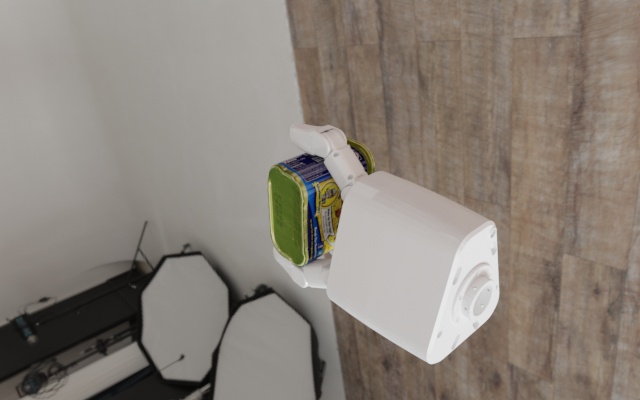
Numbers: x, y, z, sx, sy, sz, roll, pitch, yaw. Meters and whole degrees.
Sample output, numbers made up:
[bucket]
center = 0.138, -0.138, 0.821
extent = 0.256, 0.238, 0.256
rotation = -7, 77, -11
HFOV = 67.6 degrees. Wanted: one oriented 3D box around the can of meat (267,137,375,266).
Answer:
[can of meat]
center = 0.000, 0.001, 0.445
extent = 0.084, 0.102, 0.057
rotation = -25, 40, -34
